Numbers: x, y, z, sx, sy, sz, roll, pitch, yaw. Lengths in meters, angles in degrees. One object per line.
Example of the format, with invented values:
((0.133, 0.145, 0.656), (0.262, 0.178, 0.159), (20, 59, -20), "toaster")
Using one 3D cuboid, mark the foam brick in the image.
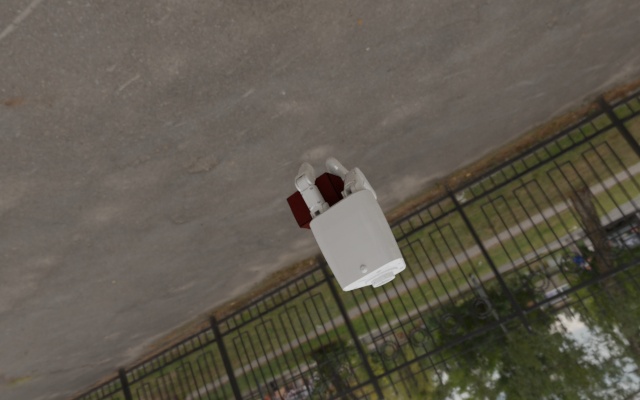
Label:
((0.000, 0.002, 0.704), (0.078, 0.051, 0.053), (-33, -19, 21), "foam brick")
